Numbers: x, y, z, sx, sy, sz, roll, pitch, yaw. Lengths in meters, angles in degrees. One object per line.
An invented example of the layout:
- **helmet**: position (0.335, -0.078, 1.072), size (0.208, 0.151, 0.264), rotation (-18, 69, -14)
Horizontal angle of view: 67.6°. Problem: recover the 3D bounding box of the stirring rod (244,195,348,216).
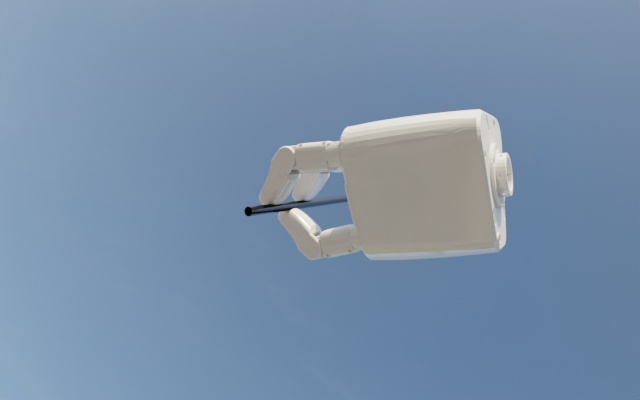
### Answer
- **stirring rod**: position (0.000, 0.002, 0.492), size (0.011, 0.011, 0.239), rotation (0, 3, 29)
